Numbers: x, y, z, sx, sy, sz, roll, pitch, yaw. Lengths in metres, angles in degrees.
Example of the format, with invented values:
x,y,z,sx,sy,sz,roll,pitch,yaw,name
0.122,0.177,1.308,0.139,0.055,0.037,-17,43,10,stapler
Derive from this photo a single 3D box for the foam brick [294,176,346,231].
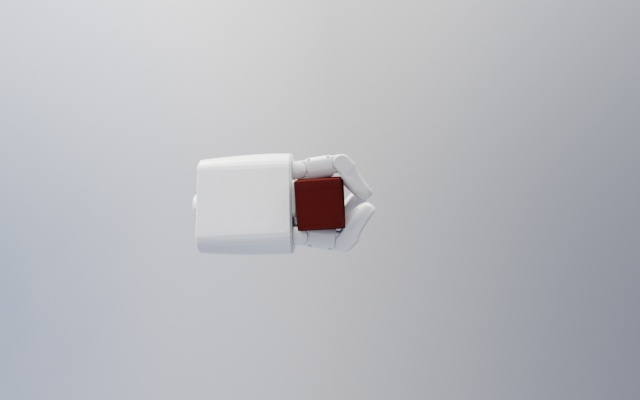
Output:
x,y,z,sx,sy,sz,roll,pitch,yaw,name
0.000,0.002,0.524,0.051,0.053,0.078,-3,5,1,foam brick
